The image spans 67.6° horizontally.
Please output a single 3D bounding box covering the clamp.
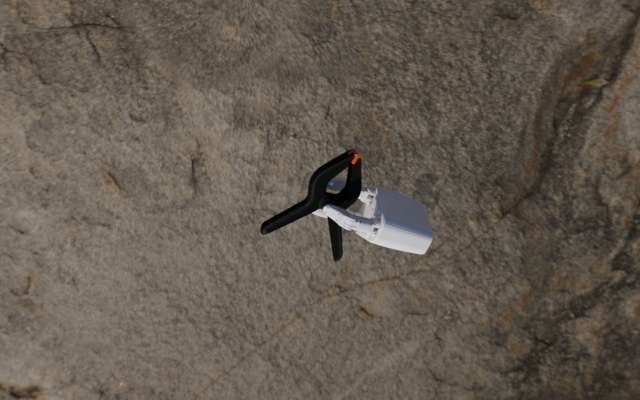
[{"bbox_3d":[0.001,0.003,0.824,0.164,0.210,0.036,16,22,-22],"label":"clamp"}]
